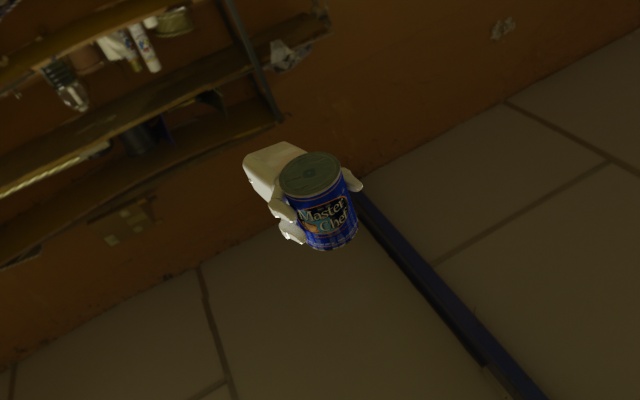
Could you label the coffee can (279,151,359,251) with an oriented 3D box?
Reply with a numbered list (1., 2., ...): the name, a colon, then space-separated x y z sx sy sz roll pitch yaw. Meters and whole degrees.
1. coffee can: 0.000 0.003 0.809 0.103 0.102 0.140 0 -43 22
